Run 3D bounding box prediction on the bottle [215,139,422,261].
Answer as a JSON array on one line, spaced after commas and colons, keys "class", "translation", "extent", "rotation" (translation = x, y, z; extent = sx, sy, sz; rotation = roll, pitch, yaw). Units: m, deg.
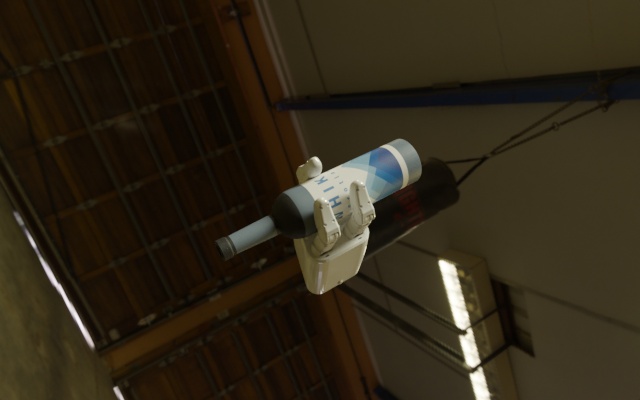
[{"class": "bottle", "translation": [0.000, 0.002, 0.634], "extent": [0.295, 0.069, 0.069], "rotation": [-26, 10, -21]}]
